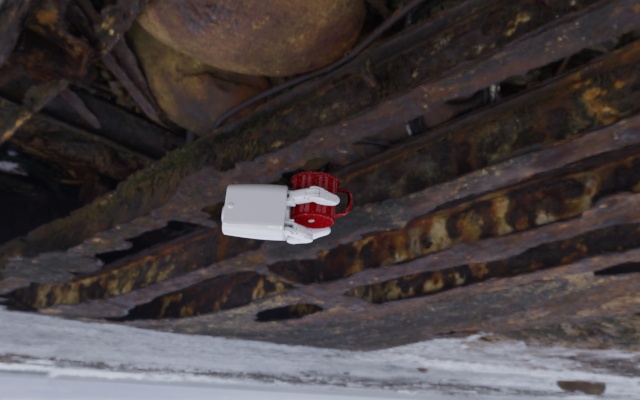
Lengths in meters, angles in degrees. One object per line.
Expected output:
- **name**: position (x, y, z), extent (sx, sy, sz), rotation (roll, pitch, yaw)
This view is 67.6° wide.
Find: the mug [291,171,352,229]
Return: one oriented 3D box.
- **mug**: position (0.002, 0.003, 0.880), extent (0.117, 0.081, 0.093), rotation (3, -22, 2)
